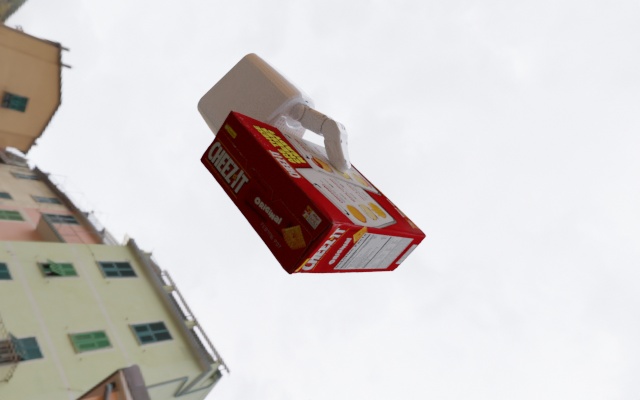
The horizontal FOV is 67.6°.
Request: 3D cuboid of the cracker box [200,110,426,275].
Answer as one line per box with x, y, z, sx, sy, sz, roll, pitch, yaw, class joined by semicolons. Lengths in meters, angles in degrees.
0.000;0.002;0.515;0.164;0.072;0.214;47;19;28;cracker box
